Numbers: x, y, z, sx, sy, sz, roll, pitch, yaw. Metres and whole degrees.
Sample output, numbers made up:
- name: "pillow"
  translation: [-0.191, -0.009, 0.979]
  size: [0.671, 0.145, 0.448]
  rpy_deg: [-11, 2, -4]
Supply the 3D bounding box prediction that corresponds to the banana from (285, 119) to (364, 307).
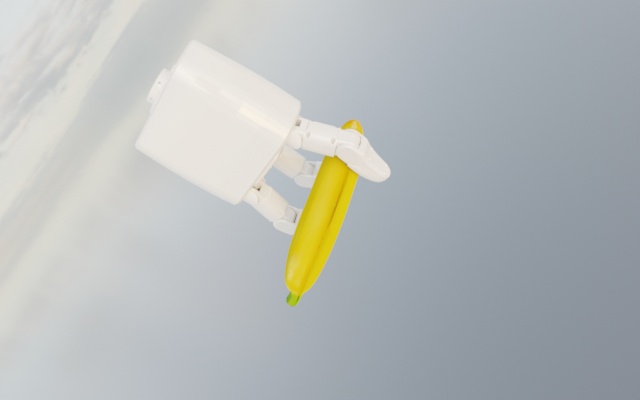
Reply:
- name: "banana"
  translation: [0.004, 0.002, 0.447]
  size: [0.037, 0.197, 0.069]
  rpy_deg: [24, -12, -11]
